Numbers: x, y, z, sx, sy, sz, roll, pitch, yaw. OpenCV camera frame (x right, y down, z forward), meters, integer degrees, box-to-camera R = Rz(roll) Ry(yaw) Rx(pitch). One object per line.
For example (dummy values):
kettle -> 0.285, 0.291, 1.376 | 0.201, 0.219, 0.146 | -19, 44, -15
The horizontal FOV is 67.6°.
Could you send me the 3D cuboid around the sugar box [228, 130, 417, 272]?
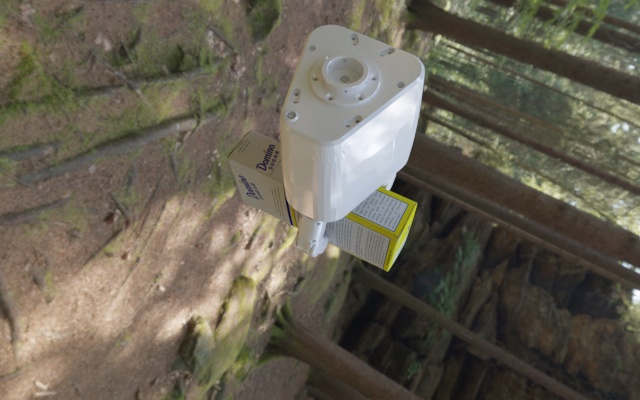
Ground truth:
sugar box -> 0.000, 0.001, 0.468 | 0.176, 0.048, 0.093 | 27, -24, 15
